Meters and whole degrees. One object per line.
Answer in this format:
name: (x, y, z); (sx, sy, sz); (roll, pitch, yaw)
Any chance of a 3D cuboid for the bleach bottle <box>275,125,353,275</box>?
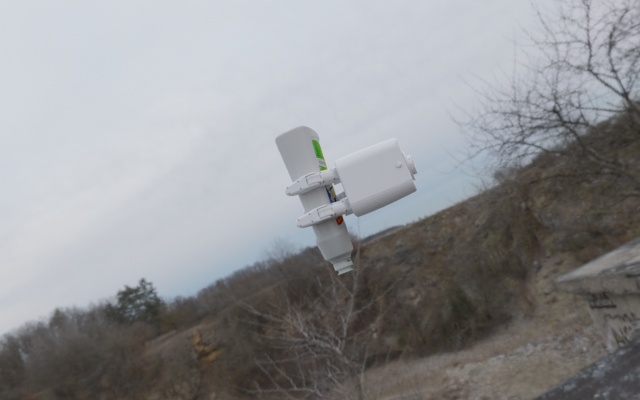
bleach bottle: (0.000, 0.003, 0.812); (0.068, 0.251, 0.102); (-22, -9, 12)
